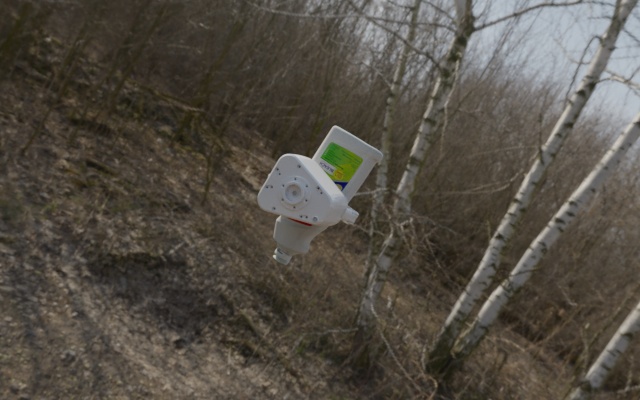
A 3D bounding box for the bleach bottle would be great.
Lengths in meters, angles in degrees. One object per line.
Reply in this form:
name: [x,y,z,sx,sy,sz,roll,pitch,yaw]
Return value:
bleach bottle: [0.000,0.003,0.825,0.102,0.251,0.068,32,6,12]
